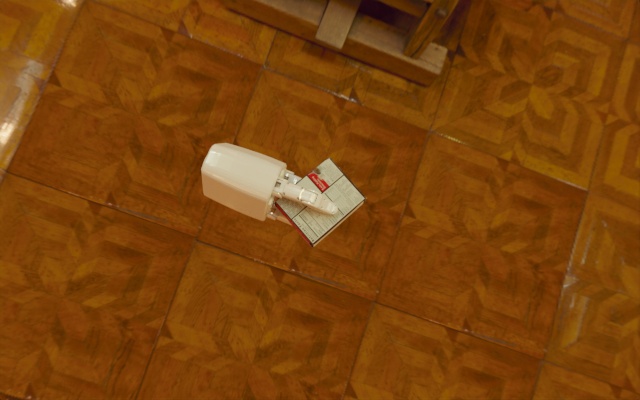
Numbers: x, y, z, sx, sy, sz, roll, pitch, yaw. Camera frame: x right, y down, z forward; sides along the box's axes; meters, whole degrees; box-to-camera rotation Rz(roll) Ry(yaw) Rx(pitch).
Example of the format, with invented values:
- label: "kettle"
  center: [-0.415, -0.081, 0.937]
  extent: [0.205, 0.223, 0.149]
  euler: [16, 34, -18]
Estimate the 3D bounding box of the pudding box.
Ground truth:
- label: "pudding box"
  center: [0.000, 0.002, 0.729]
  extent: [0.113, 0.090, 0.039]
  euler: [-40, -5, -7]
